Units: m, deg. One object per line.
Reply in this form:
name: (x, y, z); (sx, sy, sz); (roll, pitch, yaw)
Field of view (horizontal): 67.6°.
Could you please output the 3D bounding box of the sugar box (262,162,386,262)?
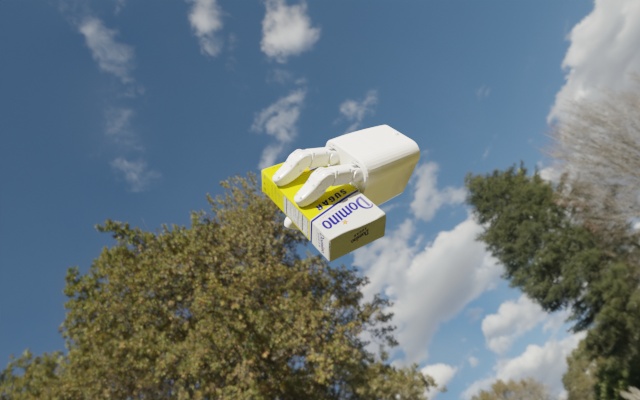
sugar box: (0.000, 0.002, 0.660); (0.093, 0.048, 0.176); (-23, 42, -27)
